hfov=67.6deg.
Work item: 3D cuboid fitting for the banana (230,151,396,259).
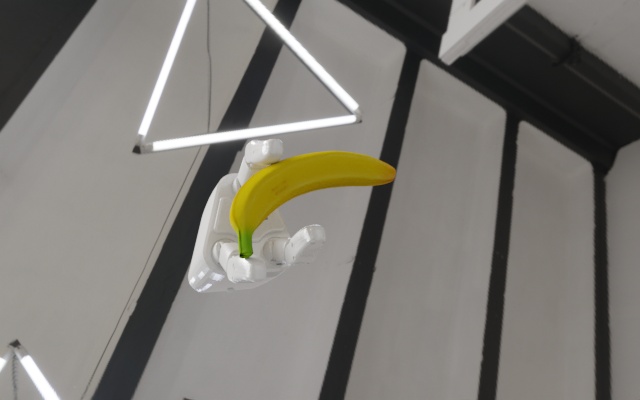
[{"bbox_3d":[-0.013,-0.013,0.453,0.197,0.069,0.037,-28,-11,-34],"label":"banana"}]
